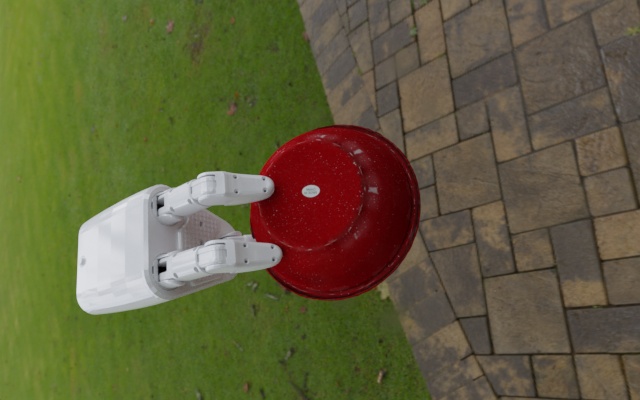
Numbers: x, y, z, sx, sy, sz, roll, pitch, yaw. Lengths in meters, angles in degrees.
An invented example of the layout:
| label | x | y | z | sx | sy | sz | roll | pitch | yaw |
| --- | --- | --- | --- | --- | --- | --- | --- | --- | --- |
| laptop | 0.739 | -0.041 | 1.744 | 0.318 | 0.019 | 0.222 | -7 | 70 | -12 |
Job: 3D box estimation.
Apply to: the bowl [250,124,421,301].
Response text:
| label | x | y | z | sx | sy | sz | roll | pitch | yaw |
| --- | --- | --- | --- | --- | --- | --- | --- | --- | --- |
| bowl | 0.001 | 0.001 | 0.404 | 0.162 | 0.162 | 0.055 | 0 | -15 | 21 |
